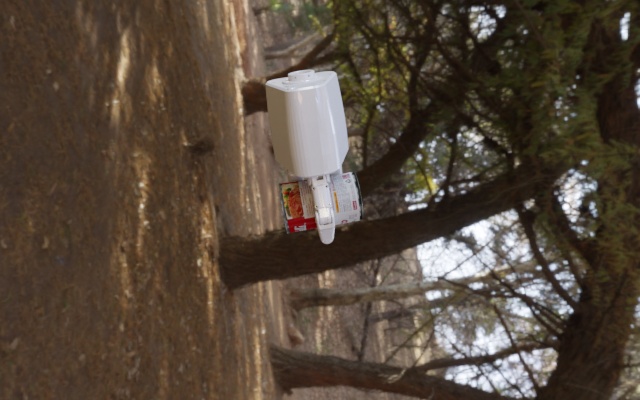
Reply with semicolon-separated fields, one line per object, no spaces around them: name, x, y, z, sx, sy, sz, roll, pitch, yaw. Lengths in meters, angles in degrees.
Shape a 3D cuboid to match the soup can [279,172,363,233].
soup can;0.000;0.003;0.636;0.102;0.068;0.068;-10;0;-3
